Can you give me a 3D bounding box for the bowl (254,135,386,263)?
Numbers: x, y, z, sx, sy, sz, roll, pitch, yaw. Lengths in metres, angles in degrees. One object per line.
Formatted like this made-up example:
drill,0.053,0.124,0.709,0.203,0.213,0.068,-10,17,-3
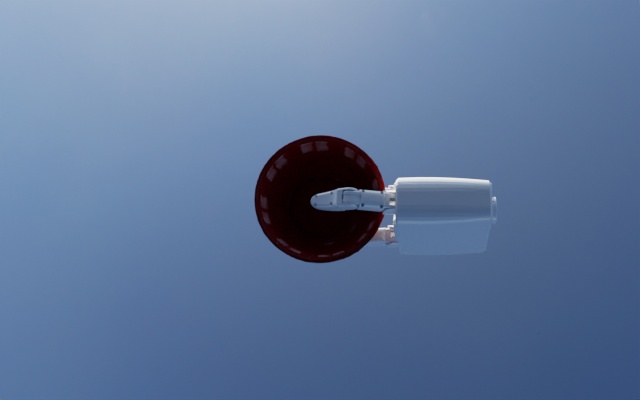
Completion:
bowl,-0.001,0.002,0.607,0.162,0.162,0.055,0,-14,2
